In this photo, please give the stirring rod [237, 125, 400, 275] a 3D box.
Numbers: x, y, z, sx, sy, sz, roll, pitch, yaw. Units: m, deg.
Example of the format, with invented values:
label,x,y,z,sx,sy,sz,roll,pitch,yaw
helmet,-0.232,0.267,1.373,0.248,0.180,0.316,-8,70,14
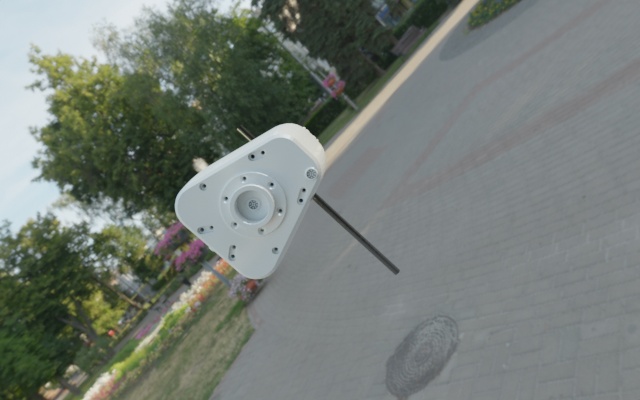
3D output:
label,x,y,z,sx,sy,sz,roll,pitch,yaw
stirring rod,0.000,0.002,0.530,0.239,0.011,0.011,42,-7,-8
